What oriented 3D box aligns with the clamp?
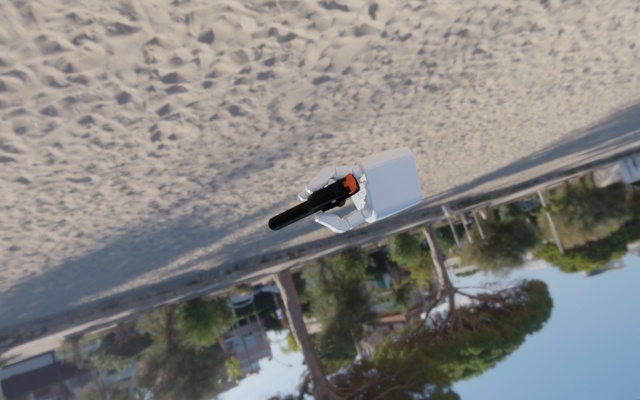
[{"bbox_3d":[0.001,0.003,0.821,0.164,0.036,0.210,-21,-6,-20],"label":"clamp"}]
